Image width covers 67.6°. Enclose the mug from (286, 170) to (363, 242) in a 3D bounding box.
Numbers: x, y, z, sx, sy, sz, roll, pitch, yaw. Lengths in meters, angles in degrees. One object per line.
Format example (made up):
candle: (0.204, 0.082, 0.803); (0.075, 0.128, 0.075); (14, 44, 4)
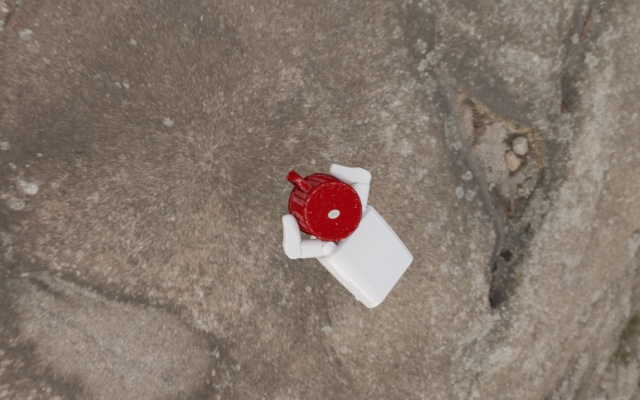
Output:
mug: (-0.001, 0.001, 0.650); (0.093, 0.117, 0.081); (-45, 14, -6)
